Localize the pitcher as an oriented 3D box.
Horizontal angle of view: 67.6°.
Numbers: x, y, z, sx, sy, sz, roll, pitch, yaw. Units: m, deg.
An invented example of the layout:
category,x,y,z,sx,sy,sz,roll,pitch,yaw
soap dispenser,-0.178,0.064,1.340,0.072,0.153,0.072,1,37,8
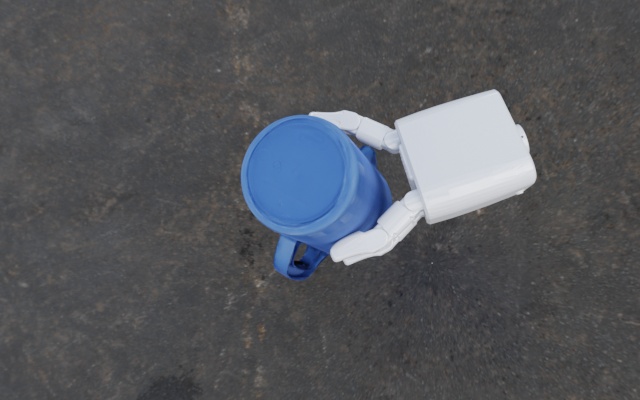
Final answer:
category,x,y,z,sx,sy,sz,roll,pitch,yaw
pitcher,0.000,0.002,0.524,0.145,0.149,0.243,-16,-11,10
